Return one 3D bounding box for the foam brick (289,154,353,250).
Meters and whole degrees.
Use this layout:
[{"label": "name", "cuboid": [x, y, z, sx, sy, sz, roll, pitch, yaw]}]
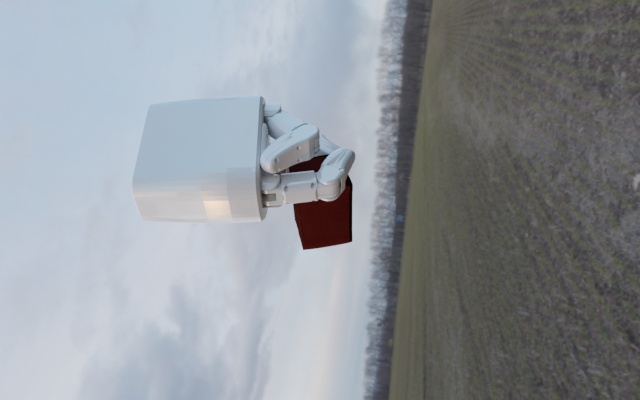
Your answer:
[{"label": "foam brick", "cuboid": [0.000, 0.002, 0.467, 0.051, 0.078, 0.053, -11, 42, -8]}]
